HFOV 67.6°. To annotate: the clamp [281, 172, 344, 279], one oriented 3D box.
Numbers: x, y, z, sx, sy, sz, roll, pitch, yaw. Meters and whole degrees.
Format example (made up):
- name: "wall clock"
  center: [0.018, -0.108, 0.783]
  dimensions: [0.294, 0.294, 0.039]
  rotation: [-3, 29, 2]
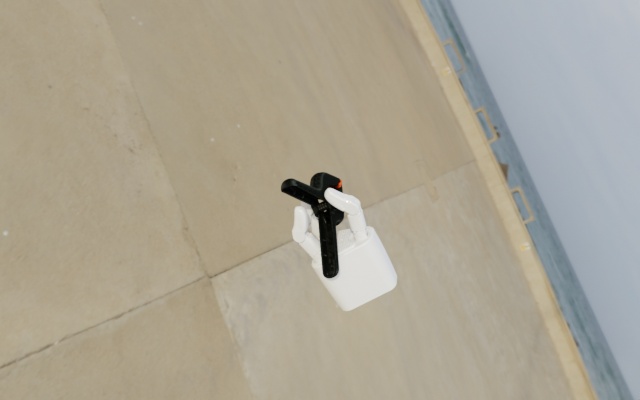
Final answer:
- name: "clamp"
  center: [0.001, 0.002, 0.769]
  dimensions: [0.036, 0.165, 0.210]
  rotation: [-18, 24, 20]
